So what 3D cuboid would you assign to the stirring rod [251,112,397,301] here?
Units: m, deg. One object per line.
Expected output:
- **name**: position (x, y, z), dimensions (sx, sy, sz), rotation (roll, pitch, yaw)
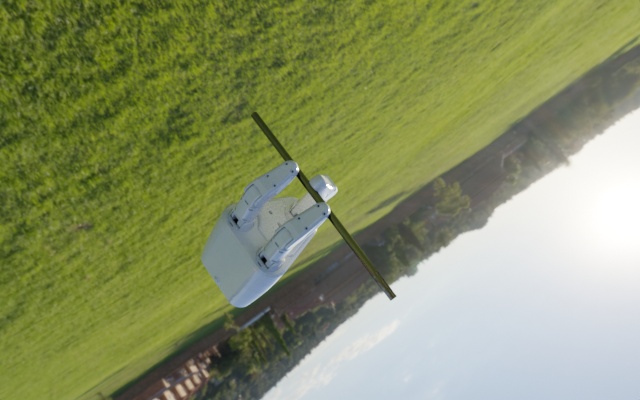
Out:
- **stirring rod**: position (0.000, 0.002, 0.488), dimensions (0.011, 0.239, 0.011), rotation (-36, -11, -8)
